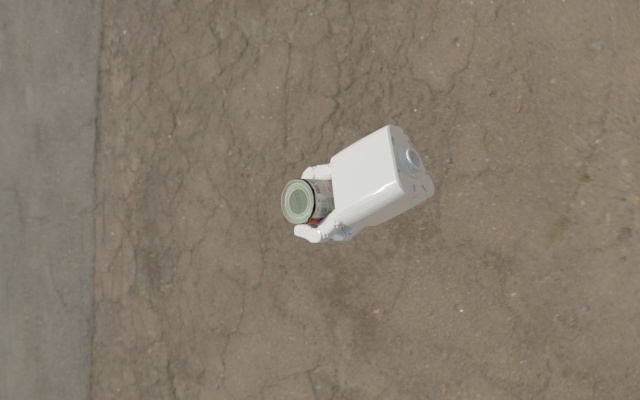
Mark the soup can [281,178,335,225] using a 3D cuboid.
[{"bbox_3d":[0.000,0.002,0.712,0.068,0.068,0.102,0,-1,41],"label":"soup can"}]
